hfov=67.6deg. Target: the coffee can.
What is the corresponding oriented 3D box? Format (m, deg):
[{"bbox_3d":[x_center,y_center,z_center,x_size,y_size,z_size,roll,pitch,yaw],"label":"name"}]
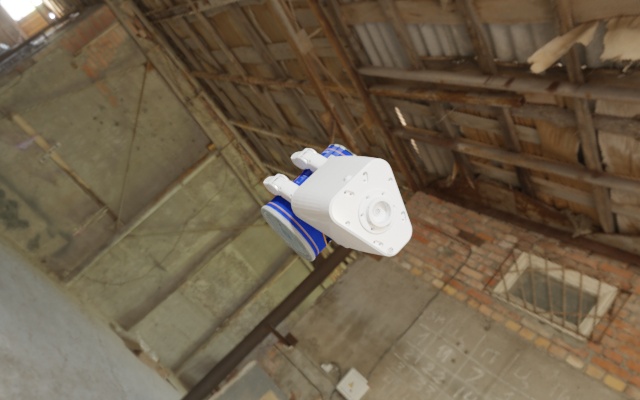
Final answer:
[{"bbox_3d":[0.000,0.002,0.684,0.140,0.103,0.103,-44,14,-15],"label":"coffee can"}]
